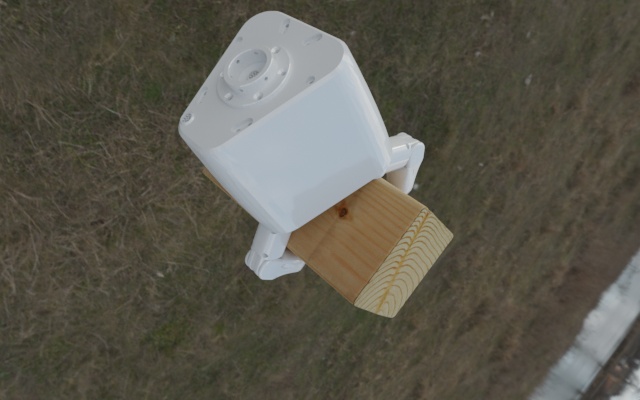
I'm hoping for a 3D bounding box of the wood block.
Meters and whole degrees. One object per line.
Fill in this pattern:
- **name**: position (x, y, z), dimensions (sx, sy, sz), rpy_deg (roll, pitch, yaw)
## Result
- **wood block**: position (0.000, 0.002, 0.431), dimensions (0.206, 0.091, 0.090), rpy_deg (37, 2, 34)
